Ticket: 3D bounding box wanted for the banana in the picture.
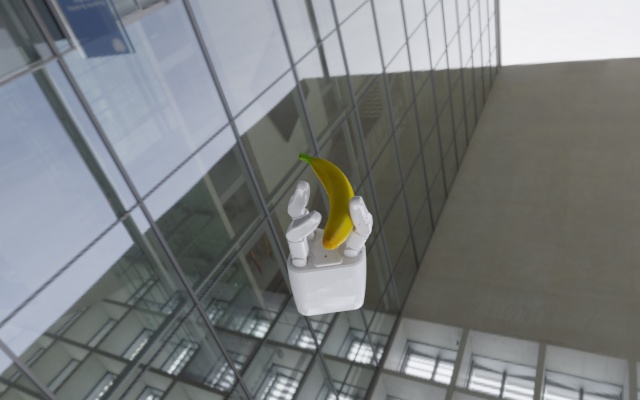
[{"bbox_3d":[0.018,-0.002,0.697,0.069,0.037,0.197,-5,42,-12],"label":"banana"}]
